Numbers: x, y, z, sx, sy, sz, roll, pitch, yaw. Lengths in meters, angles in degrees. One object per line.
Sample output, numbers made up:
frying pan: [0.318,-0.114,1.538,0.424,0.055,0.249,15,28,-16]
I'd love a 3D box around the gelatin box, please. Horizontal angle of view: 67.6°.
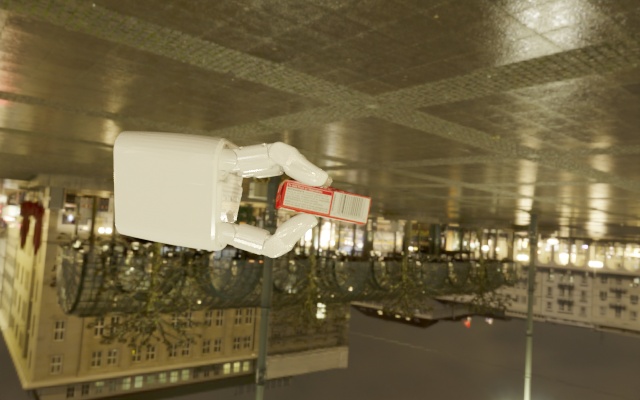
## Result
gelatin box: [0.000,0.002,0.491,0.089,0.030,0.073,12,-3,-7]
